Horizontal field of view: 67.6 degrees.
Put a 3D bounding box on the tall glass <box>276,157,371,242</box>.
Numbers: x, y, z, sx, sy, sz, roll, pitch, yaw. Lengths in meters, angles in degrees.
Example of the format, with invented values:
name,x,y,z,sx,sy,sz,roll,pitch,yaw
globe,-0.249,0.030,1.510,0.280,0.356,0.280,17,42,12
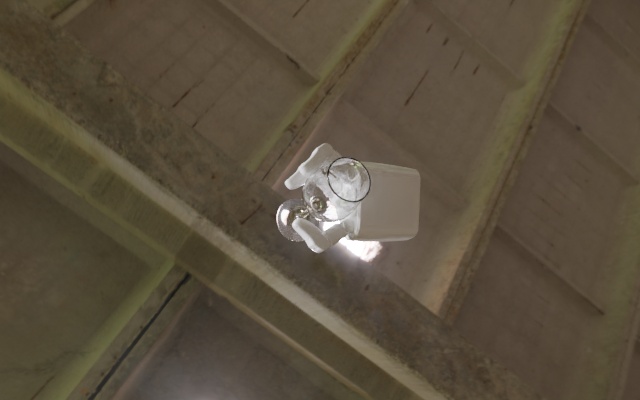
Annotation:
name,x,y,z,sx,sy,sz,roll,pitch,yaw
tall glass,0.000,0.003,0.694,0.079,0.079,0.201,0,-17,-23
